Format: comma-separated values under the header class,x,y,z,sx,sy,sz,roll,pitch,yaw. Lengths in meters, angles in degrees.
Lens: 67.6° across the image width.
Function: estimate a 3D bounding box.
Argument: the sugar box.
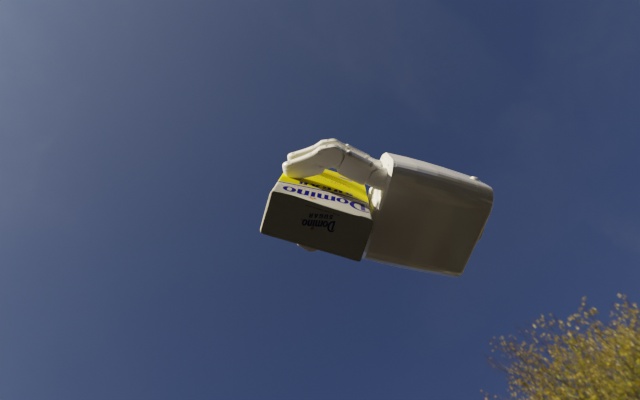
class,x,y,z,sx,sy,sz,roll,pitch,yaw
sugar box,0.000,0.001,0.486,0.093,0.048,0.176,16,11,-2
